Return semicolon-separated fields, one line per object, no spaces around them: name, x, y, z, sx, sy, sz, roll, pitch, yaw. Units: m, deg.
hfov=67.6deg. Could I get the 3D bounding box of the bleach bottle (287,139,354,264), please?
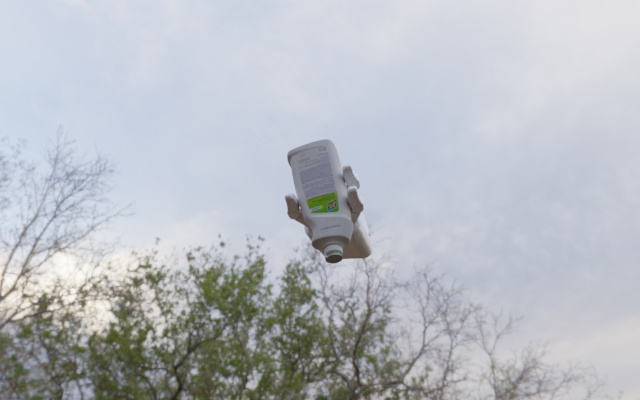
bleach bottle;0.000;0.003;0.865;0.102;0.250;0.068;-18;-40;11
